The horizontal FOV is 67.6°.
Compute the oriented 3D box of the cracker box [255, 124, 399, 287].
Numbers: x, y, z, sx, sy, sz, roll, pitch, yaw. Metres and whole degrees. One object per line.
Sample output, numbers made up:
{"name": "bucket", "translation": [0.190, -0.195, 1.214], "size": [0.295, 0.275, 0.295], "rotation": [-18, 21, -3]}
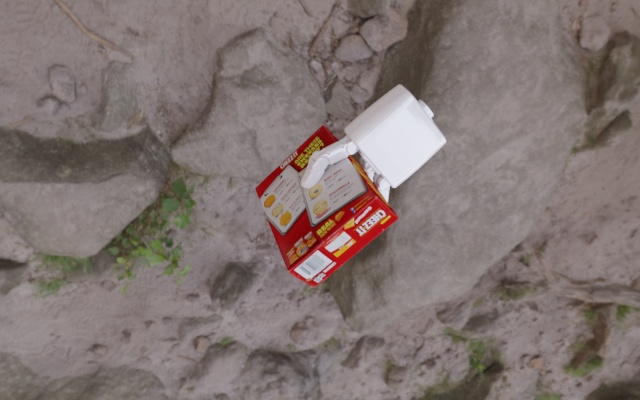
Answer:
{"name": "cracker box", "translation": [0.000, 0.002, 0.740], "size": [0.072, 0.164, 0.213], "rotation": [40, 13, -39]}
